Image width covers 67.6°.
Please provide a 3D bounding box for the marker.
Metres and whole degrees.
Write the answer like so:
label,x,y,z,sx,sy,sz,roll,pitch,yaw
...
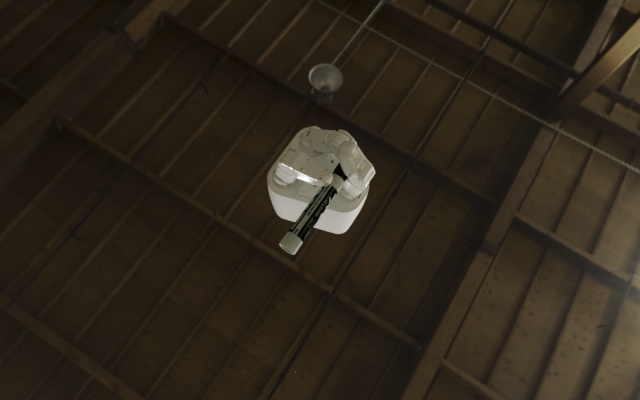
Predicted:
label,x,y,z,sx,sy,sz,roll,pitch,yaw
marker,0.000,0.002,0.487,0.020,0.121,0.020,32,-18,12
